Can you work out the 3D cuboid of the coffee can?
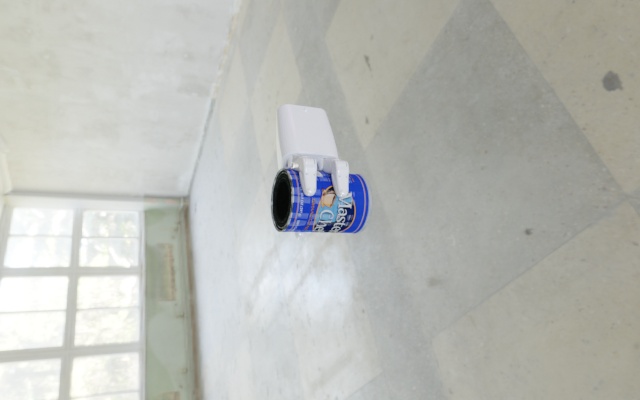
[{"bbox_3d":[0.000,0.003,0.788,0.140,0.103,0.103,3,-1,-24],"label":"coffee can"}]
